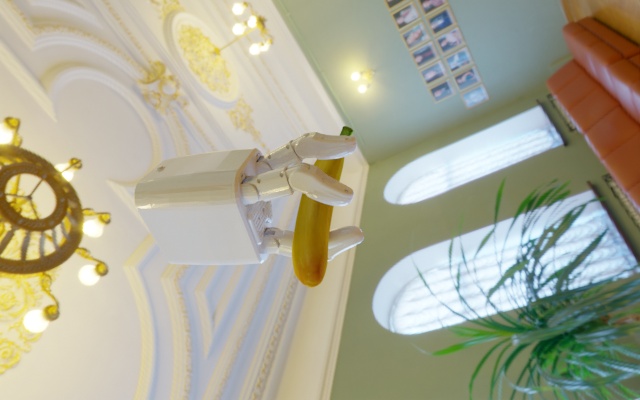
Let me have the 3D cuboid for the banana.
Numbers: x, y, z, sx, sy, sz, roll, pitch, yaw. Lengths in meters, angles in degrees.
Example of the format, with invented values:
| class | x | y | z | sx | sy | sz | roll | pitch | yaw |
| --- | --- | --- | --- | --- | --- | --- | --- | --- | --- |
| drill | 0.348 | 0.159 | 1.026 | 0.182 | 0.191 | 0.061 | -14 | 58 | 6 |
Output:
| class | x | y | z | sx | sy | sz | roll | pitch | yaw |
| --- | --- | --- | --- | --- | --- | --- | --- | --- | --- |
| banana | -0.003 | 0.010 | 0.472 | 0.037 | 0.197 | 0.070 | 15 | -40 | -4 |
